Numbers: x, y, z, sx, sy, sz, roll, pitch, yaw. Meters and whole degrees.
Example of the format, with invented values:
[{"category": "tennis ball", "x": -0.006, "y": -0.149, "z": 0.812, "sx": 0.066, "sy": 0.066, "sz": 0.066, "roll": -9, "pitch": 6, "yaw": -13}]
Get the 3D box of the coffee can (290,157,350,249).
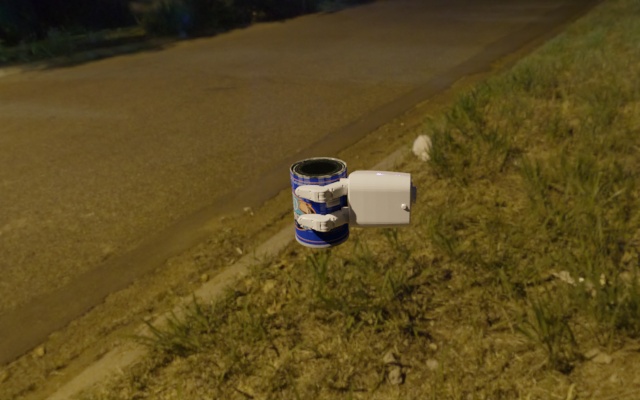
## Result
[{"category": "coffee can", "x": 0.000, "y": 0.003, "z": 0.881, "sx": 0.103, "sy": 0.140, "sz": 0.102, "roll": -3, "pitch": 24, "yaw": 1}]
